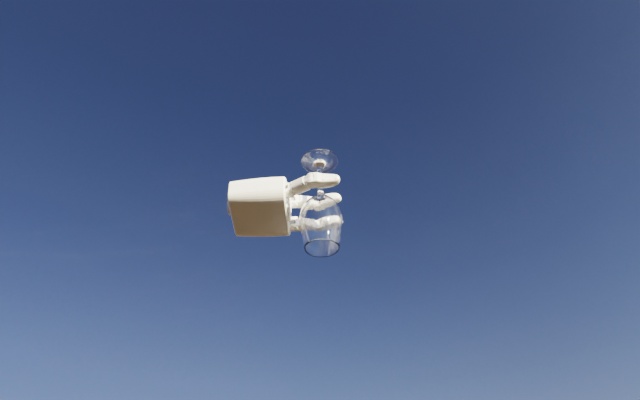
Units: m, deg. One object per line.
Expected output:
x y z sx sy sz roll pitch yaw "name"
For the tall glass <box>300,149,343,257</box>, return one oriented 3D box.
0.000 0.002 0.882 0.079 0.200 0.079 -1 -36 -1 "tall glass"
